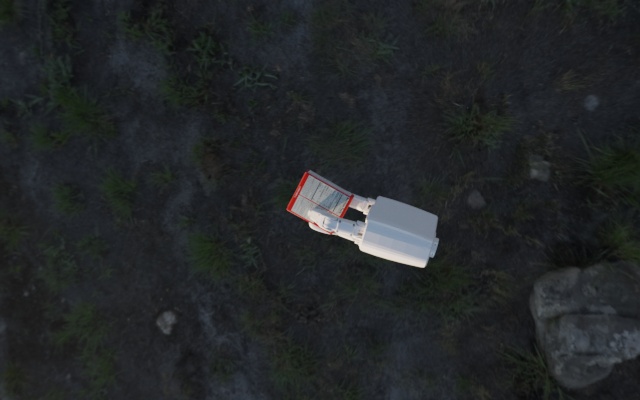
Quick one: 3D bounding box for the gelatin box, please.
[{"bbox_3d":[0.000,0.003,0.788,0.089,0.073,0.030,29,16,3],"label":"gelatin box"}]
